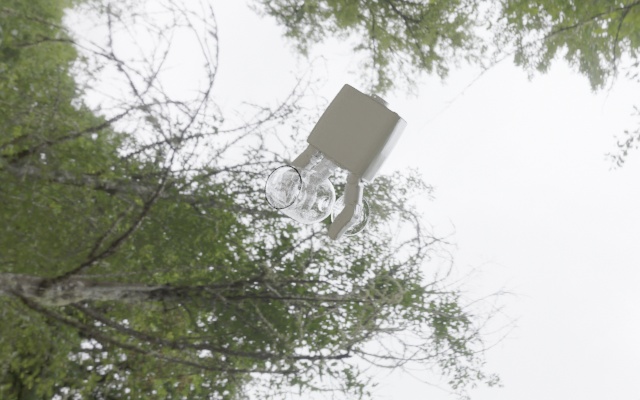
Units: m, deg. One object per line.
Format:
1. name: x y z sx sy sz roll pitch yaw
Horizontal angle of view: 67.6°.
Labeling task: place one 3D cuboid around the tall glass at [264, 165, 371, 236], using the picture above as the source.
1. tall glass: 0.000 0.003 0.723 0.079 0.079 0.201 0 -12 32
